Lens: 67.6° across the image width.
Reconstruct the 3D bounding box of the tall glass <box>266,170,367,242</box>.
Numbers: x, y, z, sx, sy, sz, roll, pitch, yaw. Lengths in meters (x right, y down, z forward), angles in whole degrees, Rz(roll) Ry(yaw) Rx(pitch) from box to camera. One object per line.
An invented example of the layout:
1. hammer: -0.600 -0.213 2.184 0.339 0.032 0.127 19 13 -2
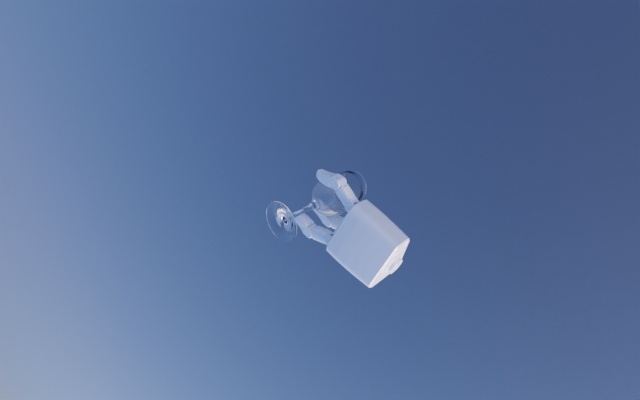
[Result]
1. tall glass: 0.000 0.003 0.875 0.079 0.079 0.201 0 20 46
